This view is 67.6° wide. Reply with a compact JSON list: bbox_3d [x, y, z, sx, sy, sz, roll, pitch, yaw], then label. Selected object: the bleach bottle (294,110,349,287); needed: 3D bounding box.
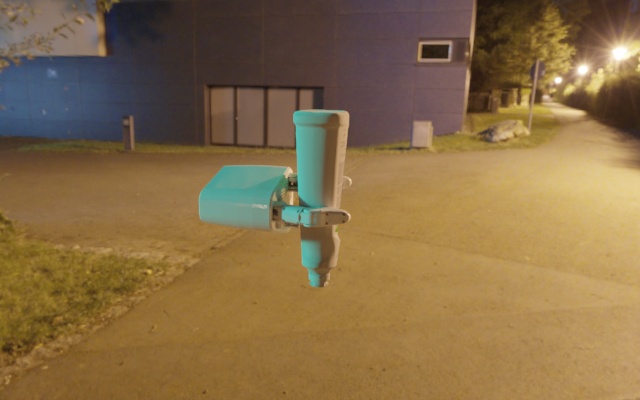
[{"bbox_3d":[0.000,0.002,0.667,0.068,0.251,0.102,4,13,11],"label":"bleach bottle"}]
